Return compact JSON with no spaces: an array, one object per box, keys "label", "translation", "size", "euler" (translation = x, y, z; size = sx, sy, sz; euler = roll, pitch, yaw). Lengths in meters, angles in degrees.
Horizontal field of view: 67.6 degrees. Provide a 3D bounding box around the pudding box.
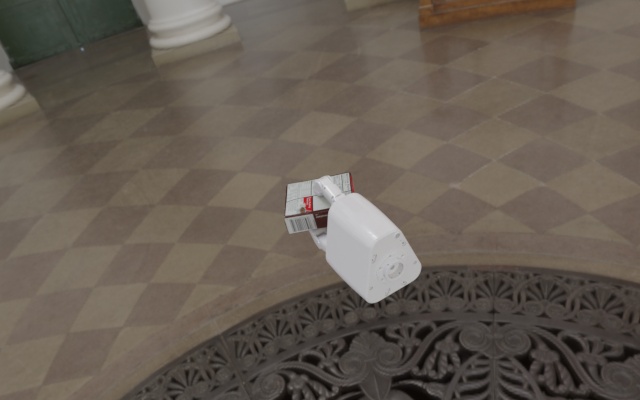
[{"label":"pudding box","translation":[0.000,0.002,0.761],"size":[0.113,0.039,0.090],"euler":[-9,36,7]}]
